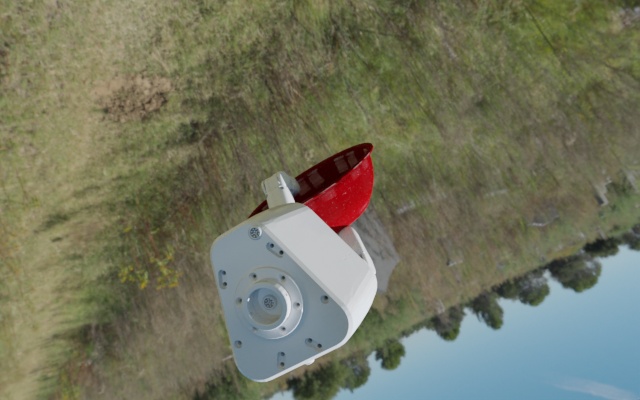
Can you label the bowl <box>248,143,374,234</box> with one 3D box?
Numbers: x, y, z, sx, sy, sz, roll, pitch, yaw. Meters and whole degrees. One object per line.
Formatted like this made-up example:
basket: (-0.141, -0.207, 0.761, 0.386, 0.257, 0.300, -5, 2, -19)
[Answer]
bowl: (0.001, 0.002, 0.527, 0.162, 0.055, 0.162, -31, 13, 8)
